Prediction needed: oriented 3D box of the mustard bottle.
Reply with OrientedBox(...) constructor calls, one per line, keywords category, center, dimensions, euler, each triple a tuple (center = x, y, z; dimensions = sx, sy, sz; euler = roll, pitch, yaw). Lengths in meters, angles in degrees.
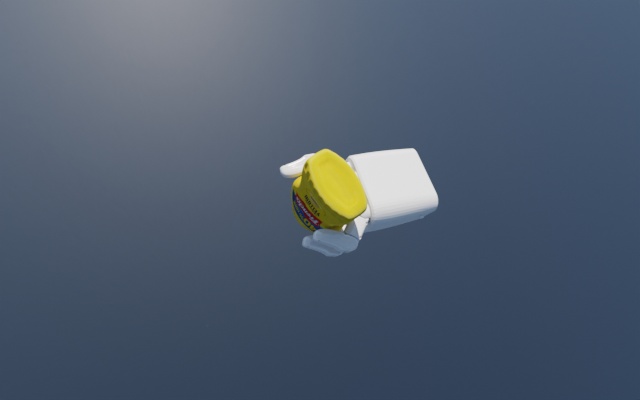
OrientedBox(category="mustard bottle", center=(0.000, 0.002, 0.675), dimensions=(0.058, 0.096, 0.192), euler=(-35, -4, -19))
